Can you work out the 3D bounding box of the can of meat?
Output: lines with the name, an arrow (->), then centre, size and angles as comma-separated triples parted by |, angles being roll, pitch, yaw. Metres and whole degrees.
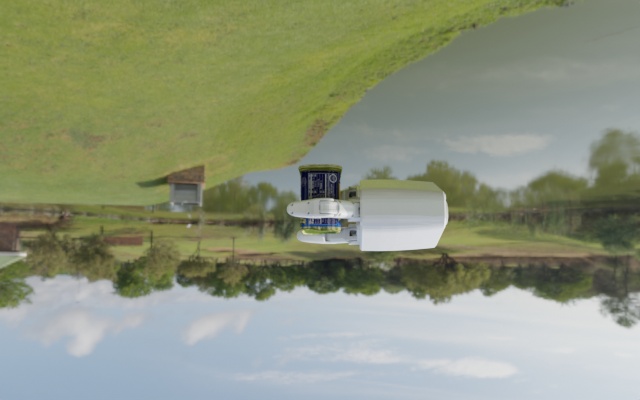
can of meat -> 0.000, 0.002, 0.641 | 0.057, 0.084, 0.102 | 0, -7, 0
